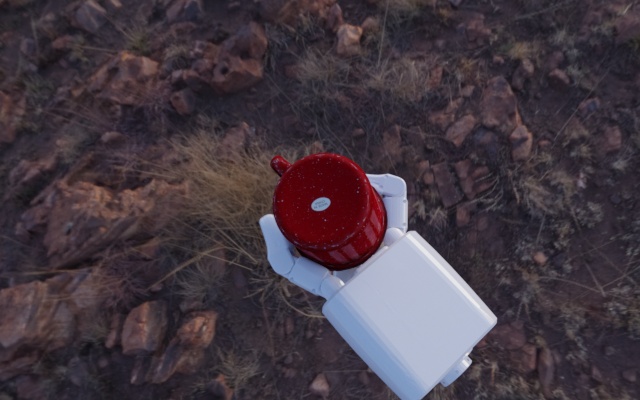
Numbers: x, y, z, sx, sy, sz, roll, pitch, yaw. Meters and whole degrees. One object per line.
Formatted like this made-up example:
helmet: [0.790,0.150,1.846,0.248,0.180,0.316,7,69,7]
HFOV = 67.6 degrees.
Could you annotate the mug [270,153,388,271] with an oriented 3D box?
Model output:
mug: [-0.001,0.000,0.412,0.117,0.093,0.081,45,-2,18]
